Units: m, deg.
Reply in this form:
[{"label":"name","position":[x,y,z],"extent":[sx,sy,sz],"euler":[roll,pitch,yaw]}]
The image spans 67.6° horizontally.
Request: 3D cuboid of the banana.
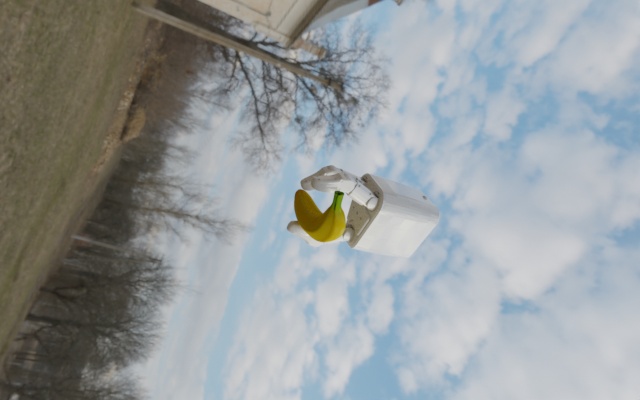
[{"label":"banana","position":[-0.002,0.021,0.660],"extent":[0.037,0.069,0.198],"euler":[11,-2,-19]}]
